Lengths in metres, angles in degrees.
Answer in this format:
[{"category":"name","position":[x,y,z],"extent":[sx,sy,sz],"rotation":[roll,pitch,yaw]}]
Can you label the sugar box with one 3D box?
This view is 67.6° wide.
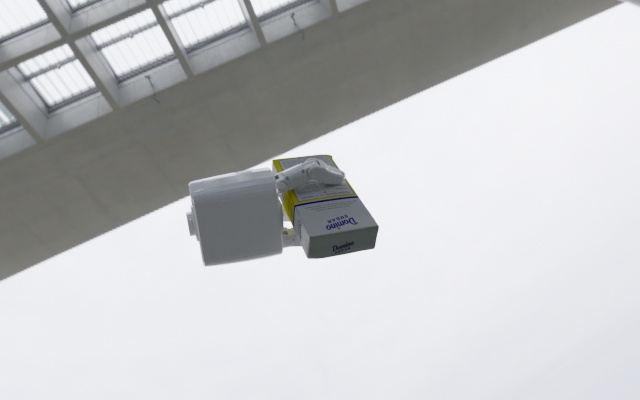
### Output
[{"category":"sugar box","position":[0.000,0.002,0.644],"extent":[0.093,0.048,0.176],"rotation":[-8,41,-17]}]
